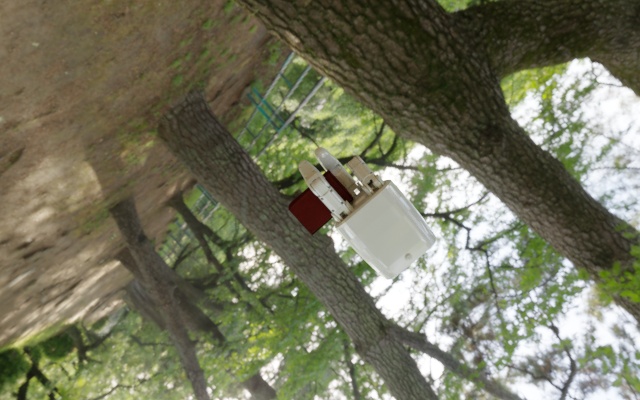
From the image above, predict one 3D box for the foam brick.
[{"bbox_3d":[0.000,0.002,0.674,0.078,0.051,0.053,-41,7,6],"label":"foam brick"}]
